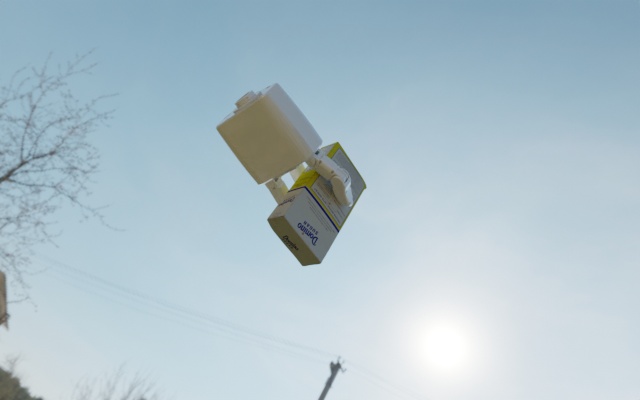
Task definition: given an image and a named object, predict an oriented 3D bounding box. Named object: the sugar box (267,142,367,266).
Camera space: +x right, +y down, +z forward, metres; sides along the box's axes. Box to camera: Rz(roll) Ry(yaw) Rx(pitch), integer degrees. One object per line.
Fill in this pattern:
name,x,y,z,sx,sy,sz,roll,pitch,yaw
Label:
sugar box,0.000,0.002,0.706,0.048,0.093,0.176,-13,31,44
